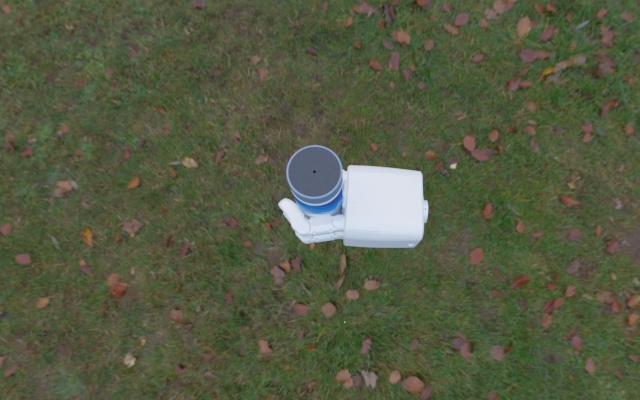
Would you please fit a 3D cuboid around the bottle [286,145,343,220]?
[{"bbox_3d":[0.000,0.002,0.701,0.069,0.069,0.296,0,-14,3],"label":"bottle"}]
